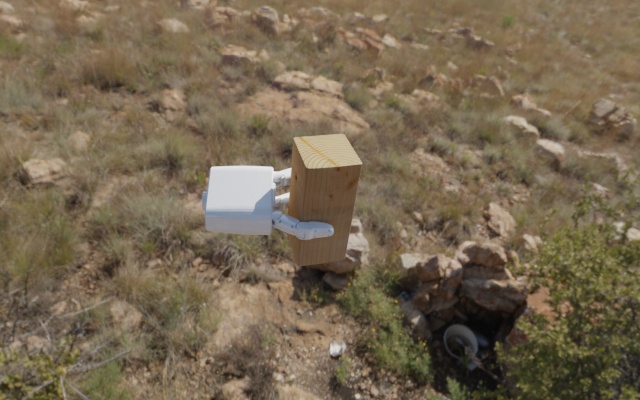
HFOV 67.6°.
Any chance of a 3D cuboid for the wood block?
[{"bbox_3d":[0.000,0.003,0.802,0.090,0.206,0.090,-6,40,-16],"label":"wood block"}]
